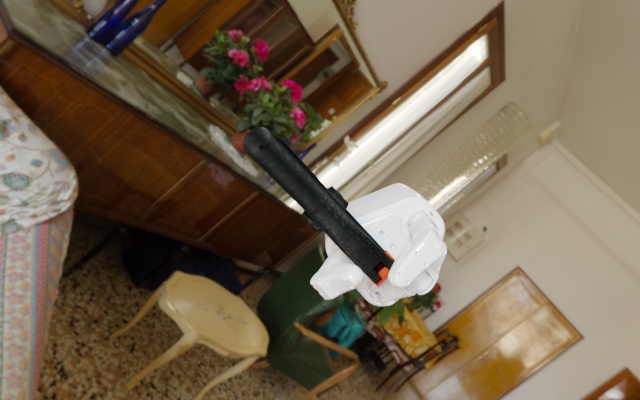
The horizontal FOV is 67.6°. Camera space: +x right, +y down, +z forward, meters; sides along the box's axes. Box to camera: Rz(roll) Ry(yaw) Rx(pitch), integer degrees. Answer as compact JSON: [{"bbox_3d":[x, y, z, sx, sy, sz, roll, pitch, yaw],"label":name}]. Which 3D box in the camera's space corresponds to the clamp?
[{"bbox_3d":[0.001,0.001,0.425,0.039,0.171,0.120,-39,10,9],"label":"clamp"}]
